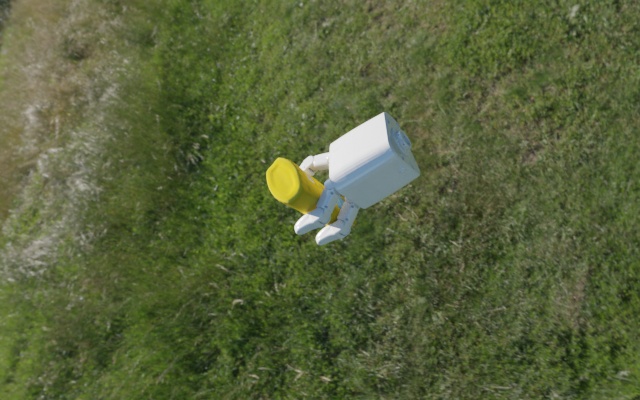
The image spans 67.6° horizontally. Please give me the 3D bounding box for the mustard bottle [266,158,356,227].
[{"bbox_3d":[0.000,0.003,0.787,0.192,0.058,0.096,31,13,-44],"label":"mustard bottle"}]
